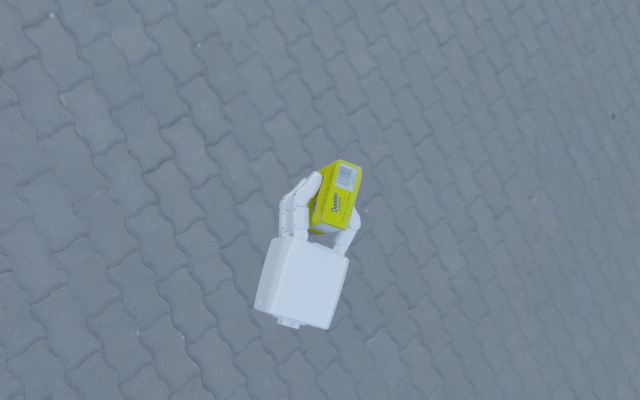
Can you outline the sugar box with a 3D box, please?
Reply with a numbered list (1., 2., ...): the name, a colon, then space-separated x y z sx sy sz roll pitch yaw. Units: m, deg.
1. sugar box: 0.000 0.002 0.724 0.048 0.093 0.176 21 -14 -19
